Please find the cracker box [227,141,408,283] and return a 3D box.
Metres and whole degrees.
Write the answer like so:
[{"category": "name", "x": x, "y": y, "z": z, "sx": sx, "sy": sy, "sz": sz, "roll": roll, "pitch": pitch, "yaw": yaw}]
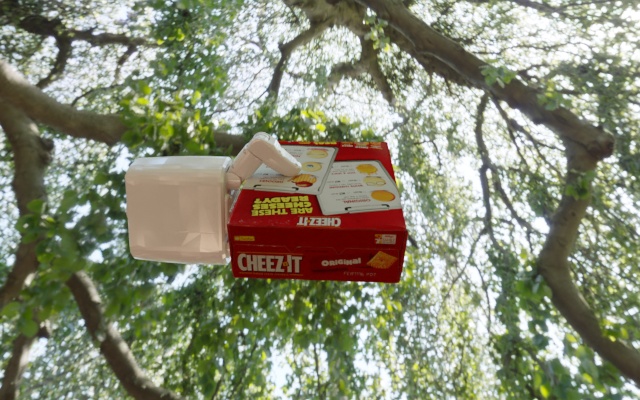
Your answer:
[{"category": "cracker box", "x": 0.000, "y": 0.001, "z": 0.531, "sx": 0.164, "sy": 0.072, "sz": 0.213, "roll": 1, "pitch": 29, "yaw": 2}]
